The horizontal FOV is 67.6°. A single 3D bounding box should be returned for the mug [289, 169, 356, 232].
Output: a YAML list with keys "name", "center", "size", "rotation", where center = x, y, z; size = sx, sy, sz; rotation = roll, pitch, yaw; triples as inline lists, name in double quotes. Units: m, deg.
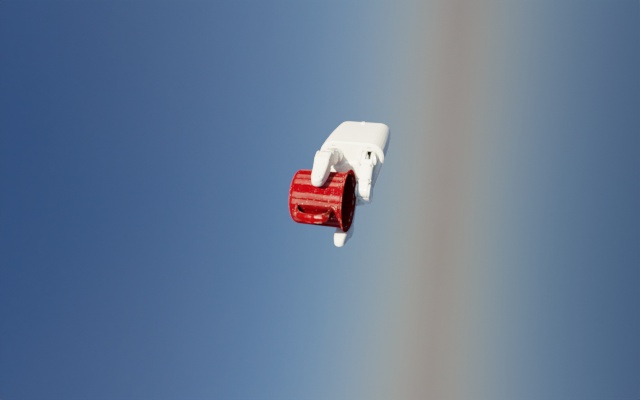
- name: "mug"
  center: [-0.001, 0.003, 0.697]
  size: [0.081, 0.093, 0.117]
  rotation: [6, 29, 16]
